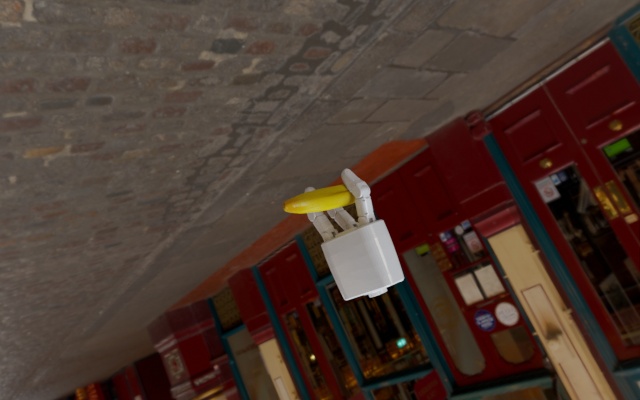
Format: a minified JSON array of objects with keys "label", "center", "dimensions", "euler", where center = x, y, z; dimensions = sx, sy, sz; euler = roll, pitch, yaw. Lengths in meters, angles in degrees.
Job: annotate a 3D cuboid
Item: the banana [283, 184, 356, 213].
[{"label":"banana","center":[0.017,-0.003,0.804],"dimensions":[0.069,0.037,0.198],"euler":[-19,-4,30]}]
